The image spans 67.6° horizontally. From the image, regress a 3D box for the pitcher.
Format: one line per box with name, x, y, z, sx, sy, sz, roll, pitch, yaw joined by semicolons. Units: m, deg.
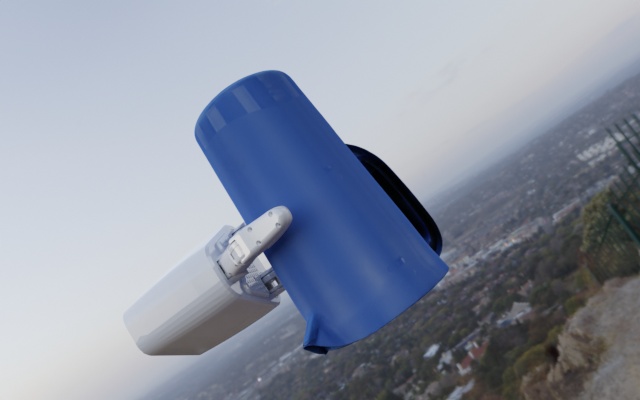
pitcher;0.000;0.002;0.442;0.145;0.243;0.149;-37;-9;10
